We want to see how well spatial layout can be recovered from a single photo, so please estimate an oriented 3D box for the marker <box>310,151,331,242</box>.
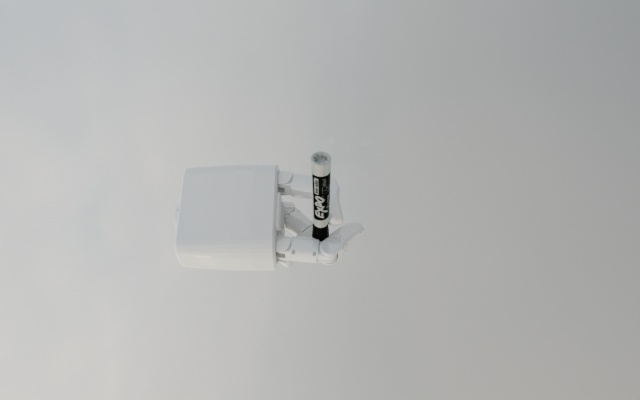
[{"bbox_3d":[0.000,0.002,0.476,0.020,0.020,0.121,0,-41,0],"label":"marker"}]
